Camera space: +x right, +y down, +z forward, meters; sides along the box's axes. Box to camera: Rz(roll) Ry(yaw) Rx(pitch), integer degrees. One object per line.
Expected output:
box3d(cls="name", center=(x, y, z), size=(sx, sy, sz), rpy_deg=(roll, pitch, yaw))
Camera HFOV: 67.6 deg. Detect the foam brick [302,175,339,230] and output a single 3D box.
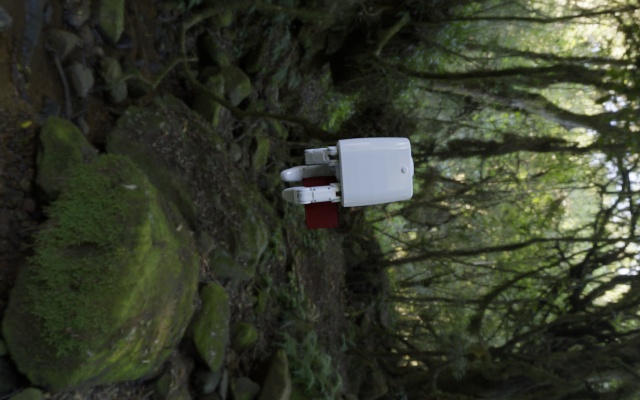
box3d(cls="foam brick", center=(0.000, 0.003, 0.748), size=(0.051, 0.078, 0.053), rpy_deg=(-5, 8, -3))
